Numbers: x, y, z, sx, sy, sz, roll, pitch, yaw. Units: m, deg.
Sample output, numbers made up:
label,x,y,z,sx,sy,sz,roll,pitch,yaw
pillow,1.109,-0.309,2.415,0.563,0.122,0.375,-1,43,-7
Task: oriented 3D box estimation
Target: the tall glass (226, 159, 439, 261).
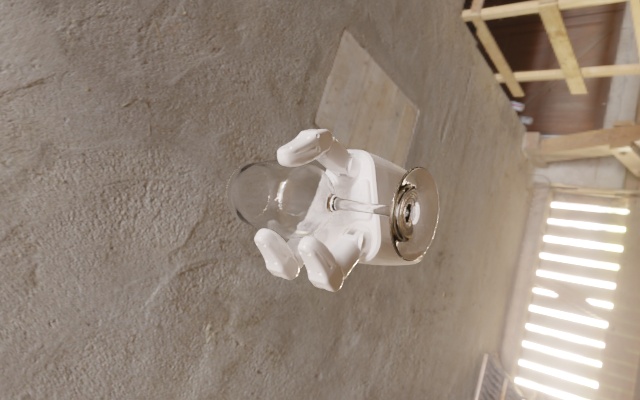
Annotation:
label,x,y,z,sx,sy,sz,roll,pitch,yaw
tall glass,0.001,0.001,0.436,0.201,0.079,0.079,7,5,40
